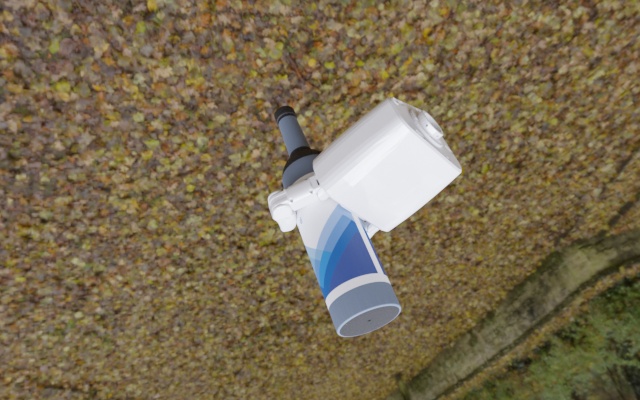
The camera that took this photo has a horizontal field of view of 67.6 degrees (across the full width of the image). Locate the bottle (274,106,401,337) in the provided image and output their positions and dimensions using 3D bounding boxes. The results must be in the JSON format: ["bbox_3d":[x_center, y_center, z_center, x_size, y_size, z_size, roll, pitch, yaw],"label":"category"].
[{"bbox_3d":[0.000,0.002,0.537,0.069,0.295,0.069,-16,-33,-11],"label":"bottle"}]
